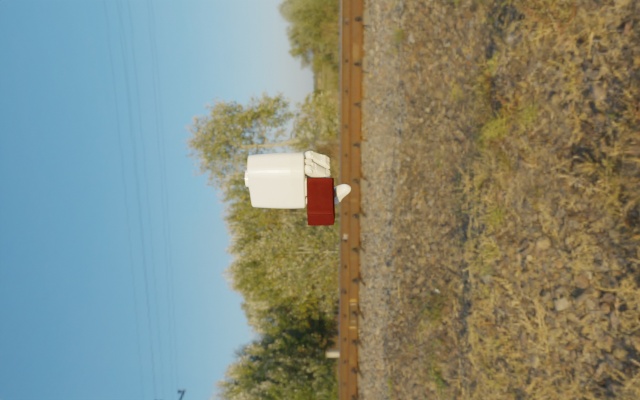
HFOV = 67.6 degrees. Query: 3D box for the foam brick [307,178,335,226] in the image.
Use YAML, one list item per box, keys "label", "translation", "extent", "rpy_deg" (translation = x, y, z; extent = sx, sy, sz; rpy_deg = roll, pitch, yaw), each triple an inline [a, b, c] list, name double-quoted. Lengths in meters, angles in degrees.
- label: "foam brick"
  translation: [0.000, 0.003, 0.895]
  extent: [0.051, 0.078, 0.053]
  rpy_deg: [-1, -27, -1]
